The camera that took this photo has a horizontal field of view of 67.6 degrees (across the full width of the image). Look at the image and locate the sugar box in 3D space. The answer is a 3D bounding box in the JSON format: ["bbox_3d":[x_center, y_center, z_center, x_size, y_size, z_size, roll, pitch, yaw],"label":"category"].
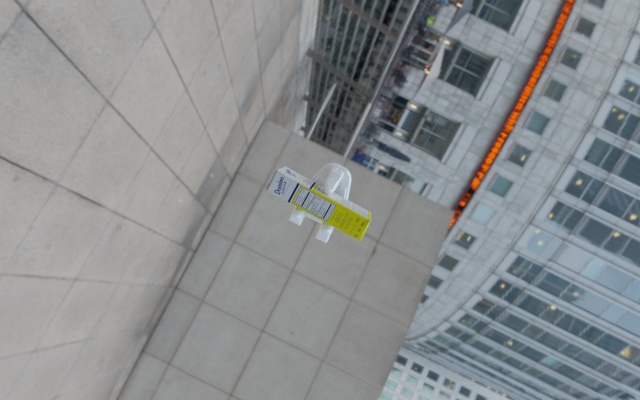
[{"bbox_3d":[0.000,0.003,0.815,0.176,0.048,0.093,26,9,1],"label":"sugar box"}]
